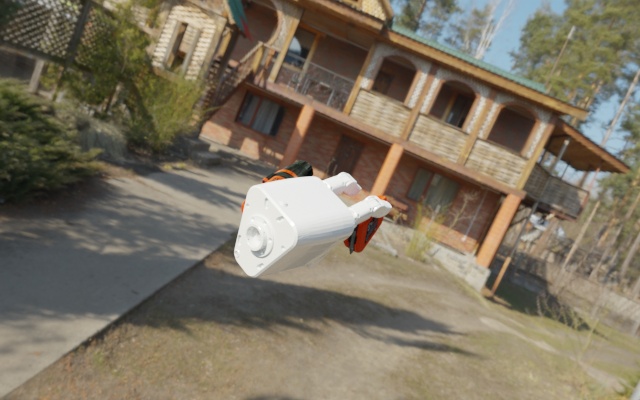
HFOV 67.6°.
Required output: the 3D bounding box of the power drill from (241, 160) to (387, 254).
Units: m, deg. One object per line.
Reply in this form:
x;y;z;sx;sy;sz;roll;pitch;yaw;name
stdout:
0.000;0.003;0.726;0.187;0.057;0.184;16;33;19;power drill
